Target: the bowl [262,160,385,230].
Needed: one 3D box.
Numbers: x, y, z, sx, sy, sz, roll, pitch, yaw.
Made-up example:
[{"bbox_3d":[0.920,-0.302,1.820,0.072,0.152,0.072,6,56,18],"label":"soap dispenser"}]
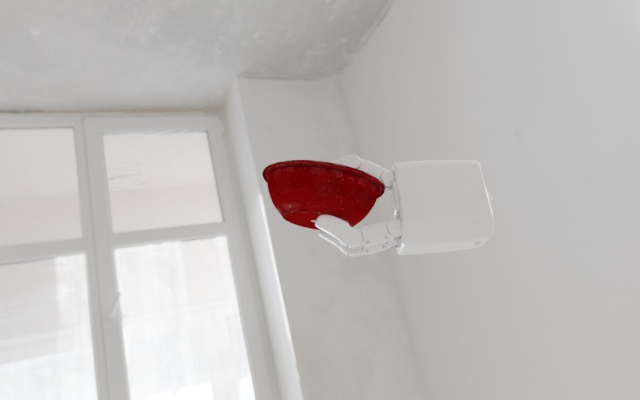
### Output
[{"bbox_3d":[-0.001,0.002,0.618,0.162,0.055,0.162,8,-16,2],"label":"bowl"}]
